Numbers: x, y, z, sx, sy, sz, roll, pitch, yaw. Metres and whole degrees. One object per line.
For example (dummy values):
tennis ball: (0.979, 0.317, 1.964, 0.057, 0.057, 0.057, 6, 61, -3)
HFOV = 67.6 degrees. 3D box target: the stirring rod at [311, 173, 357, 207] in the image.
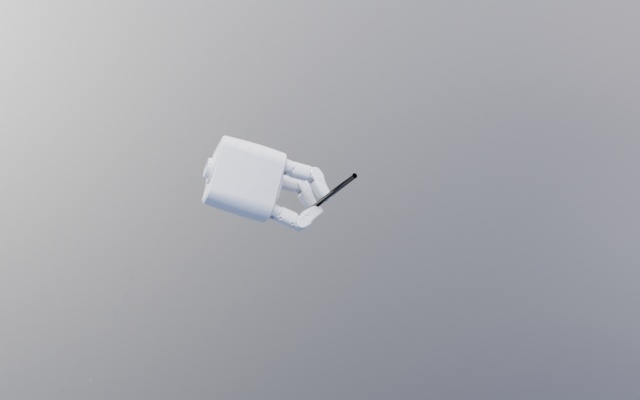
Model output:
stirring rod: (0.000, 0.003, 0.792, 0.011, 0.011, 0.239, 0, -19, -26)
